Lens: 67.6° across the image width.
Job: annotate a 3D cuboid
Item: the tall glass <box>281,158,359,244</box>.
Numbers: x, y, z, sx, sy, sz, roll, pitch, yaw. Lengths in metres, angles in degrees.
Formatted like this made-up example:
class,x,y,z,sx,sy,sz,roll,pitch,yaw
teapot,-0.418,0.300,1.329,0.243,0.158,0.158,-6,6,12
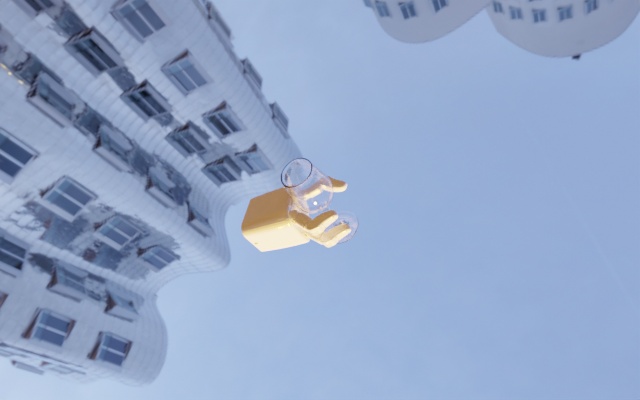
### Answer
class,x,y,z,sx,sy,sz,roll,pitch,yaw
tall glass,0.001,0.003,0.894,0.079,0.079,0.201,0,-31,29
